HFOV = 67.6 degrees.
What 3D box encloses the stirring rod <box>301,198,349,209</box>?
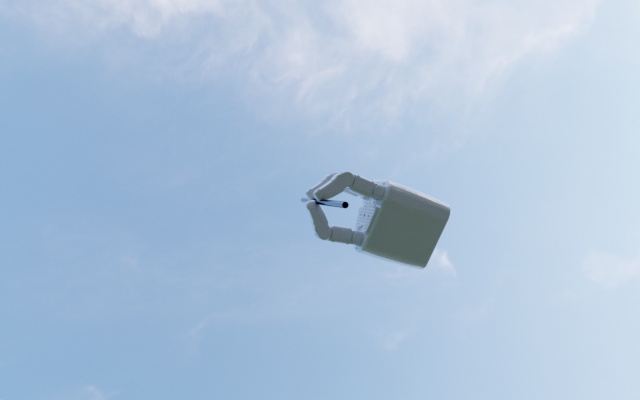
[{"bbox_3d":[0.000,0.002,0.656,0.011,0.011,0.239,0,1,-13],"label":"stirring rod"}]
